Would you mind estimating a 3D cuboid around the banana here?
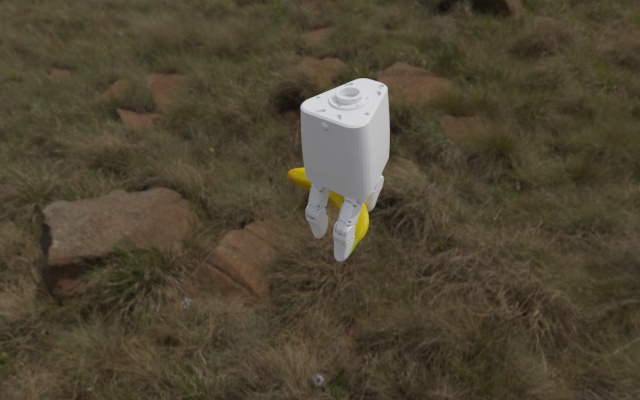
[{"bbox_3d":[0.018,-0.003,0.713,0.069,0.037,0.197,-23,45,-15],"label":"banana"}]
